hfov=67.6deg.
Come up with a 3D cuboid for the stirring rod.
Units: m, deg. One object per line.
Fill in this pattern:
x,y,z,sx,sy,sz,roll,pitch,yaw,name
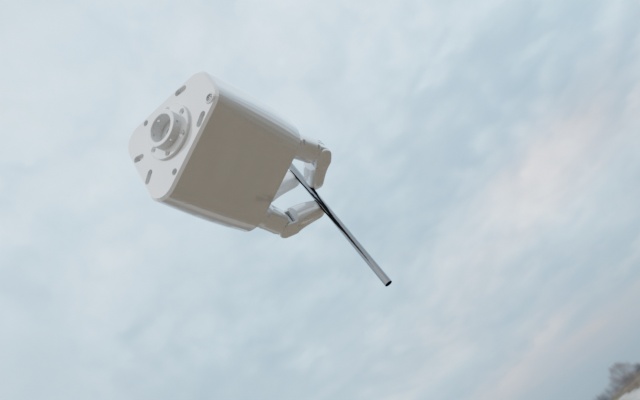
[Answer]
0.000,0.002,0.511,0.011,0.011,0.239,0,39,-43,stirring rod
